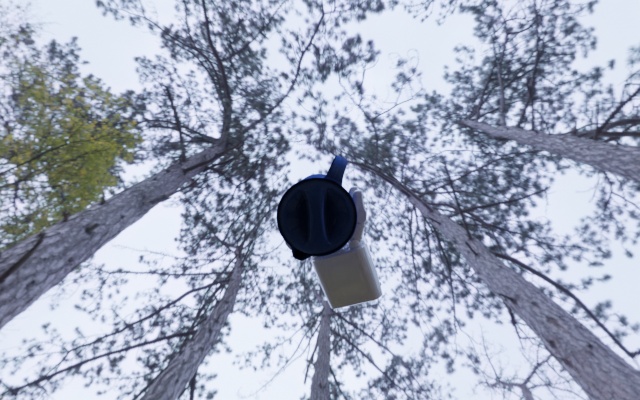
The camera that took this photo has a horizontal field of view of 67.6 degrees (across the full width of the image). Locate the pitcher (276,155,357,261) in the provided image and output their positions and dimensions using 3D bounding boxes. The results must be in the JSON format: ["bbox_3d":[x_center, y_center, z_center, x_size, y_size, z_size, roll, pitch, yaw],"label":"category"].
[{"bbox_3d":[0.000,0.003,0.896,0.149,0.145,0.243,-22,8,4],"label":"pitcher"}]
